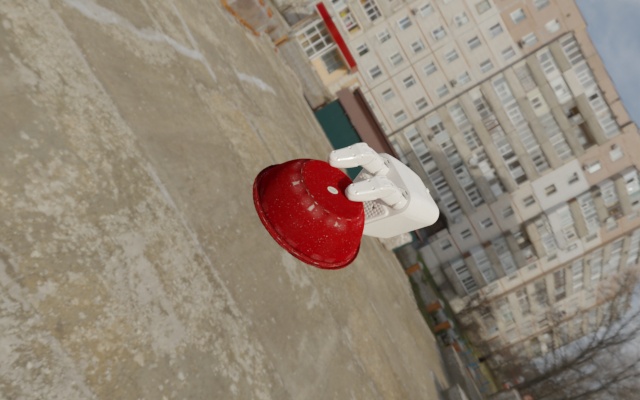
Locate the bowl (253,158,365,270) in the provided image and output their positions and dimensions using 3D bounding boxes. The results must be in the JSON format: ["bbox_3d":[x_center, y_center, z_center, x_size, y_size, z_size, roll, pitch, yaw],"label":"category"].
[{"bbox_3d":[0.000,0.002,0.582,0.162,0.162,0.055,0,-37,-45],"label":"bowl"}]
